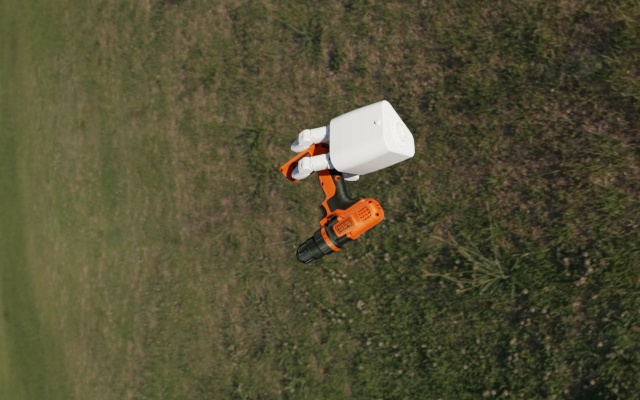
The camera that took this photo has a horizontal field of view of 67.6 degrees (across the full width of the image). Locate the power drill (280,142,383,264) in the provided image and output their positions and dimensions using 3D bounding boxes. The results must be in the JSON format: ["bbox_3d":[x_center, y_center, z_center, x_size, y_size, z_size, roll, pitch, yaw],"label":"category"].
[{"bbox_3d":[0.000,0.002,0.880,0.184,0.187,0.057,-33,-14,17],"label":"power drill"}]
